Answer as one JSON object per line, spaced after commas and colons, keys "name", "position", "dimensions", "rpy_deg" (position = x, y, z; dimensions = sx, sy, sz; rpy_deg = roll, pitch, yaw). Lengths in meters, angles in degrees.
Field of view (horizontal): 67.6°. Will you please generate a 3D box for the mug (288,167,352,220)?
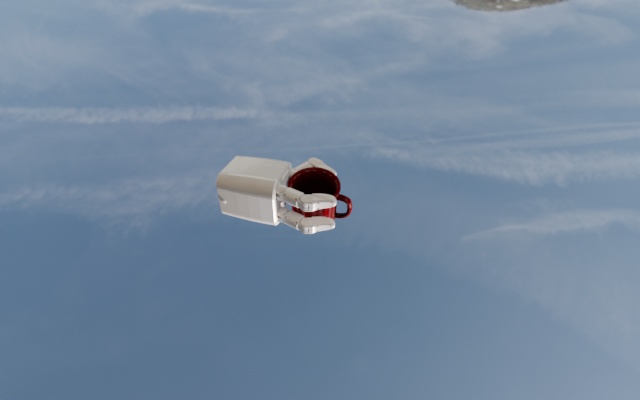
{"name": "mug", "position": [0.002, 0.003, 0.859], "dimensions": [0.117, 0.093, 0.082], "rpy_deg": [11, -42, 9]}
